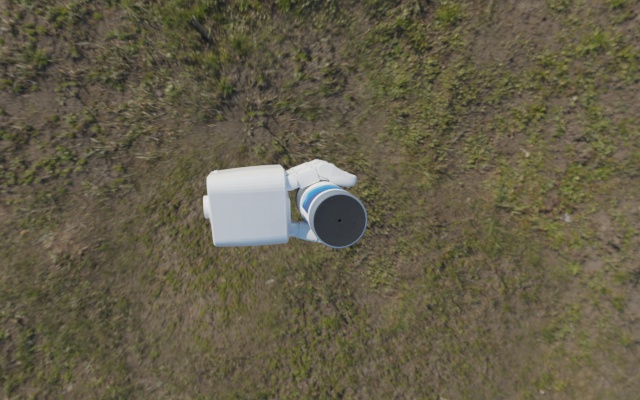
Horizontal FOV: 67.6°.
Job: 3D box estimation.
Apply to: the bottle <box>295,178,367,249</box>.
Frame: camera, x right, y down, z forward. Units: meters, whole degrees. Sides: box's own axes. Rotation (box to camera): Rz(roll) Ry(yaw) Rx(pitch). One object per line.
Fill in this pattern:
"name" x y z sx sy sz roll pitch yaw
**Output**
"bottle" 0.000 0.002 0.696 0.069 0.069 0.295 0 8 -9
